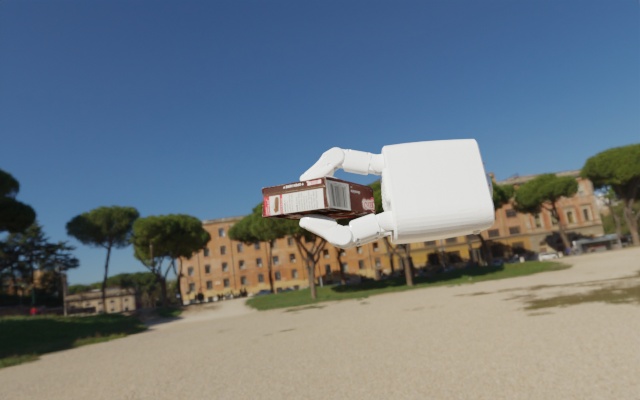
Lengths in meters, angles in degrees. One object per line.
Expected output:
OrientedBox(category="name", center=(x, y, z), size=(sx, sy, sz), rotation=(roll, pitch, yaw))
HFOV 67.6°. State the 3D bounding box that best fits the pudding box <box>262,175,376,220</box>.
OrientedBox(category="pudding box", center=(0.000, 0.002, 0.561), size=(0.090, 0.039, 0.113), rotation=(-9, -12, 32))
